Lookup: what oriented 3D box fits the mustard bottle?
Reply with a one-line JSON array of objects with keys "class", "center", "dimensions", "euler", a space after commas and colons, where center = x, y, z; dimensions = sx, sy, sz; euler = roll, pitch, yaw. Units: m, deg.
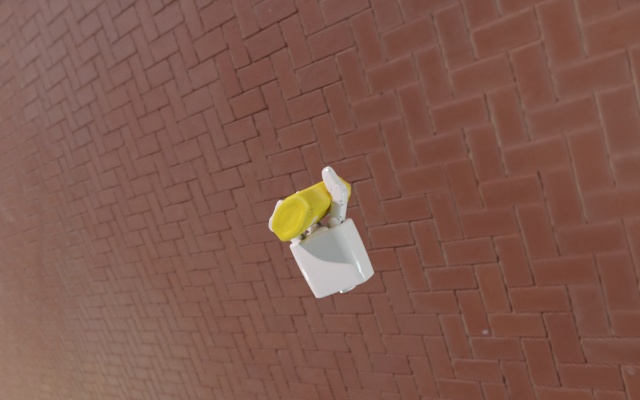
[{"class": "mustard bottle", "center": [0.000, 0.003, 0.840], "dimensions": [0.191, 0.058, 0.096], "euler": [-28, -20, -52]}]
